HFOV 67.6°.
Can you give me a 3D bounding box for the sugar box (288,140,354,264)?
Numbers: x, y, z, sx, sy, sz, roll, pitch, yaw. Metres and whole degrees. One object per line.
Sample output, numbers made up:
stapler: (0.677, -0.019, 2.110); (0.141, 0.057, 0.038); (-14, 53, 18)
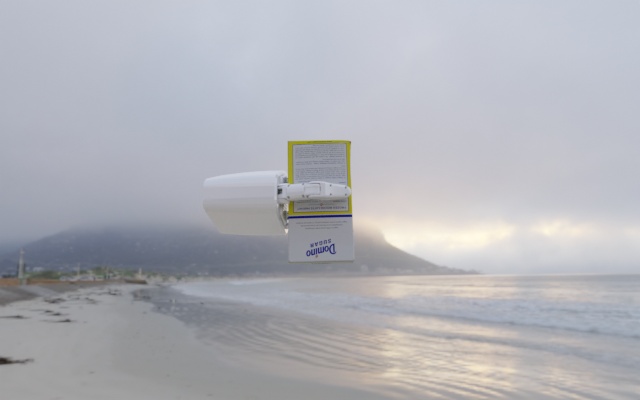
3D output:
sugar box: (0.000, 0.002, 0.687); (0.093, 0.176, 0.048); (-1, -9, 2)
